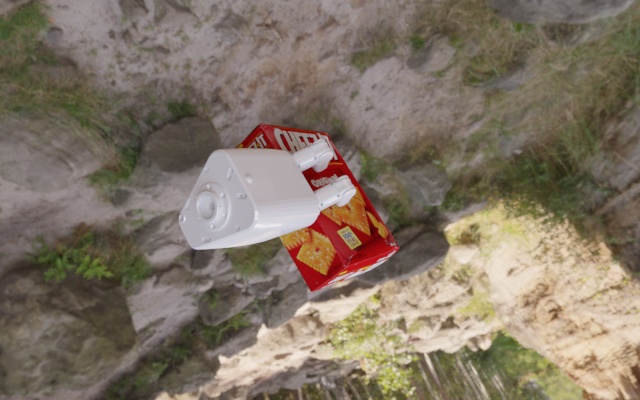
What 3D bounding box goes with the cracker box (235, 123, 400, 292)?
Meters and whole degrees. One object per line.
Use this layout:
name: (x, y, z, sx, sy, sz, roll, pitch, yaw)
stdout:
cracker box: (0.000, 0.002, 0.648, 0.072, 0.213, 0.164, -39, -18, 27)
